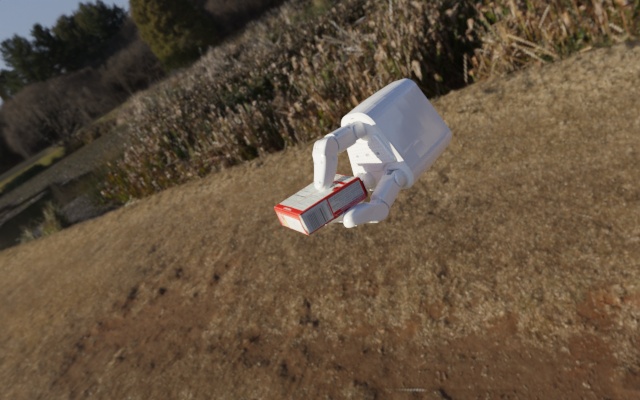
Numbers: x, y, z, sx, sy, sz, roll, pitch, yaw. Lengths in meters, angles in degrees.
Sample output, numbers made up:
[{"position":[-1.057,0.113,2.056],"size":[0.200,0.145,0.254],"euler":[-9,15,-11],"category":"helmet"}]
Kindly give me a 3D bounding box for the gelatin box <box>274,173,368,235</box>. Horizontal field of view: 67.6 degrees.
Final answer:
[{"position":[0.000,0.002,0.559],"size":[0.089,0.030,0.073],"euler":[-32,20,-20],"category":"gelatin box"}]
